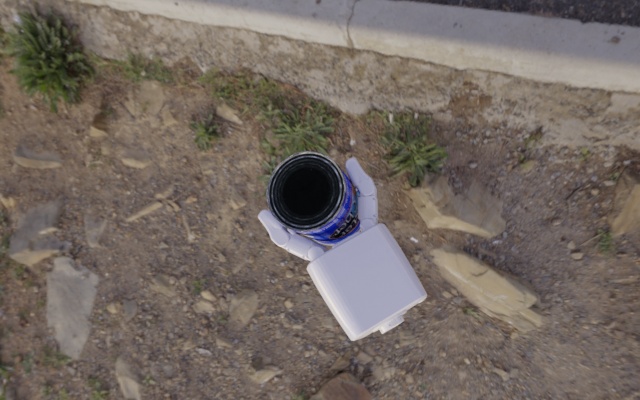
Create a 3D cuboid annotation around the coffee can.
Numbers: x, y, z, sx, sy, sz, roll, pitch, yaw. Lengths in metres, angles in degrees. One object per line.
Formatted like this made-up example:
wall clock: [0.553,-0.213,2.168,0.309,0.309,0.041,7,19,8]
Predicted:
coffee can: [0.000,0.002,0.650,0.103,0.102,0.140,0,-12,16]
